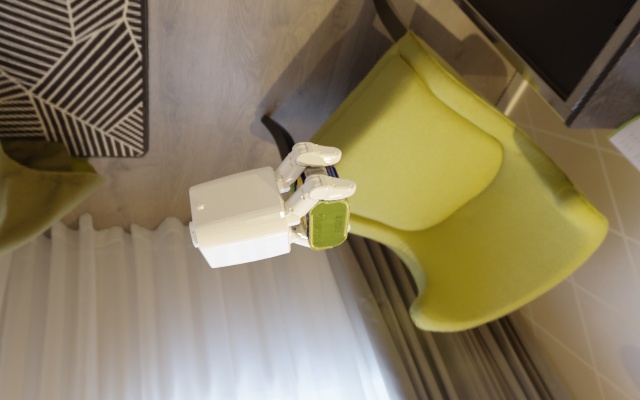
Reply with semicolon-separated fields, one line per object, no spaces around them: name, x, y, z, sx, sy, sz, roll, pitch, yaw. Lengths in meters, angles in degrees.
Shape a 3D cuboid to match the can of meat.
can of meat;0.000;0.002;0.616;0.057;0.084;0.102;-11;-40;-10
